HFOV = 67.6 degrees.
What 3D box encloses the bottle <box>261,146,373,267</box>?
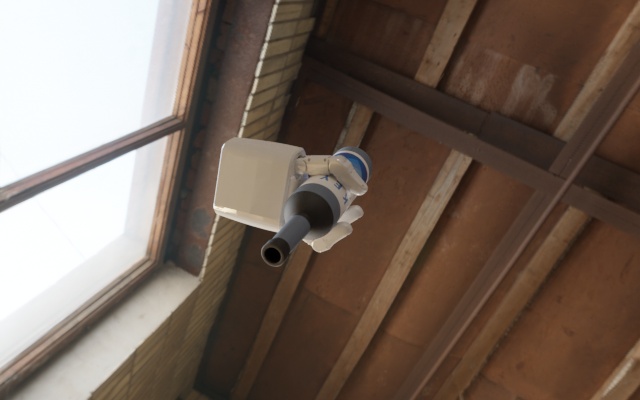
[{"bbox_3d":[0.000,0.002,0.624,0.069,0.069,0.295,0,22,21],"label":"bottle"}]
